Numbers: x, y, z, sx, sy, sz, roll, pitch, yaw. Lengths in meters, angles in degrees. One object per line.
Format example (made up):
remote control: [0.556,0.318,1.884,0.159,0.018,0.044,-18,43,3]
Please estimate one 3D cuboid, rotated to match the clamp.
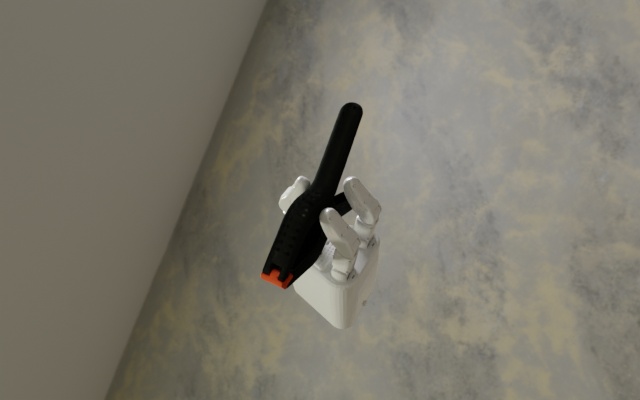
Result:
clamp: [-0.001,0.002,0.533,0.036,0.165,0.210,20,50,22]
